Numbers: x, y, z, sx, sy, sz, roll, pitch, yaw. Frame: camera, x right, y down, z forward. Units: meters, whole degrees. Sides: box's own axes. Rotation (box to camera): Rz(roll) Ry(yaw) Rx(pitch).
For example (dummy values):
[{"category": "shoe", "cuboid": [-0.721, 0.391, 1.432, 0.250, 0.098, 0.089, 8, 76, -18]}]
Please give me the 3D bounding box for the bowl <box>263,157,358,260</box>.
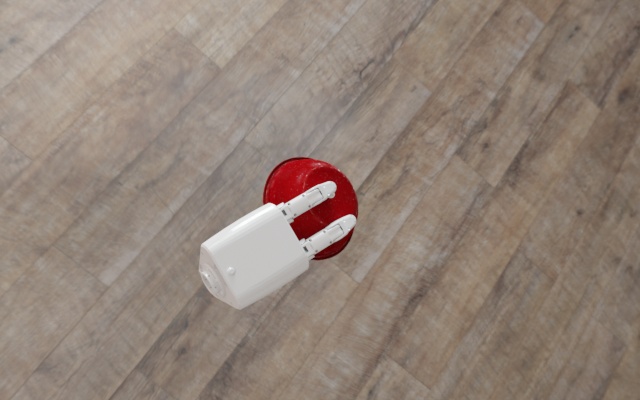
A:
[{"category": "bowl", "cuboid": [0.001, 0.001, 0.695, 0.162, 0.162, 0.055, 0, -18, -35]}]
